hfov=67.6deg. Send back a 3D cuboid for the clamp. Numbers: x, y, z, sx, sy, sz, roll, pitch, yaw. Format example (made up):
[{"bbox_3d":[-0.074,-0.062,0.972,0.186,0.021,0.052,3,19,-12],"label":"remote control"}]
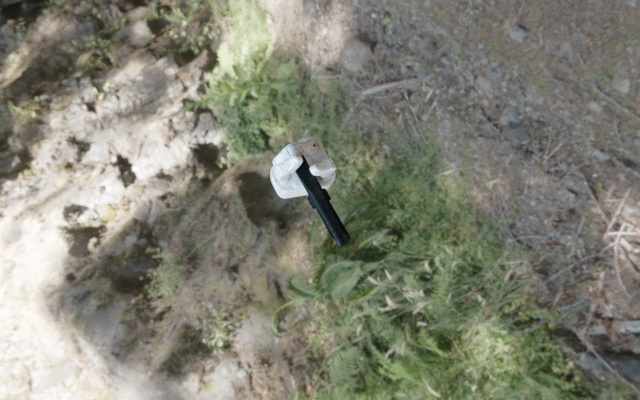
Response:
[{"bbox_3d":[0.000,0.003,0.833,0.039,0.171,0.120,-26,-6,-8],"label":"clamp"}]
